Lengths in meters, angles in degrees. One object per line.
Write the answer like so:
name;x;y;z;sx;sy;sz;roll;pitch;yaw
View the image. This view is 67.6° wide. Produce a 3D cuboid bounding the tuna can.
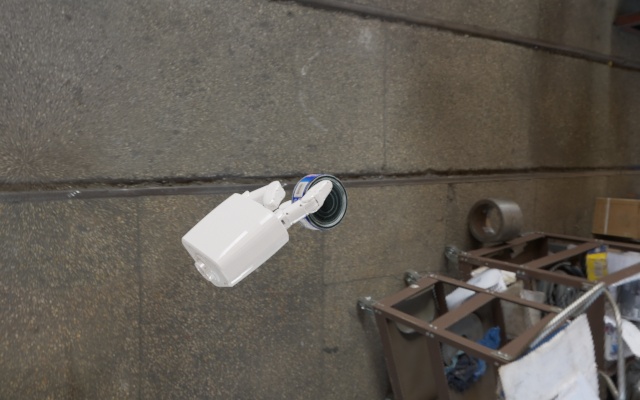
tuna can;0.000;0.002;0.726;0.086;0.086;0.034;0;1;-36
